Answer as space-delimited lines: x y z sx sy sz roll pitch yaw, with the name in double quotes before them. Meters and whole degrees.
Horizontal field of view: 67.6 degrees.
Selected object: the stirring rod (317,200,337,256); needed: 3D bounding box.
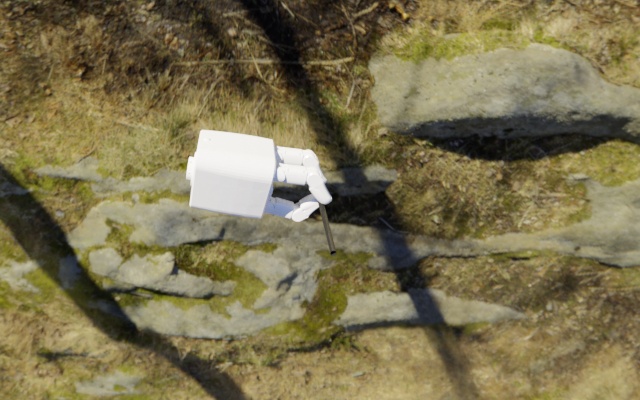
"stirring rod" 0.000 0.002 0.695 0.011 0.011 0.239 0 32 -9
